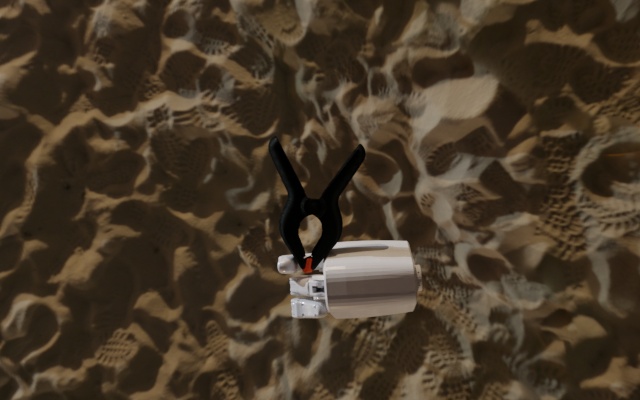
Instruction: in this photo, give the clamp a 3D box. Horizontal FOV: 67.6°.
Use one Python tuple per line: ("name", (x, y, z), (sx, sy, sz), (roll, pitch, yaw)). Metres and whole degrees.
("clamp", (0.000, 0.002, 0.594), (0.120, 0.171, 0.039), (-4, 2, 3))
